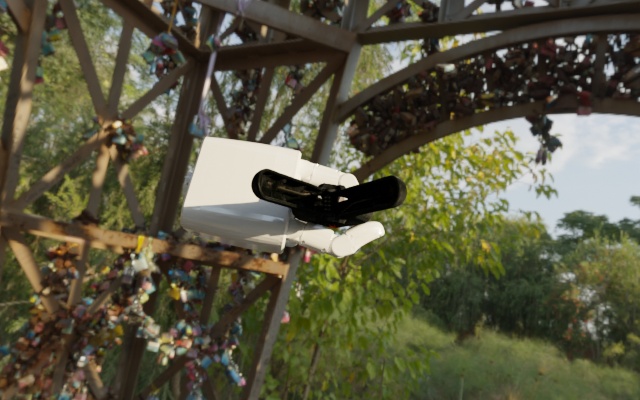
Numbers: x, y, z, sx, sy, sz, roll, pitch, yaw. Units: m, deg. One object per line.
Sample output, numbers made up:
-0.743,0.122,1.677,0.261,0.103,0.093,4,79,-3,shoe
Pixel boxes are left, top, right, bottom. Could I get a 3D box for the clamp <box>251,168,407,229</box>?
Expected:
0.000,0.001,0.436,0.120,0.039,0.171,11,-13,-4,clamp
